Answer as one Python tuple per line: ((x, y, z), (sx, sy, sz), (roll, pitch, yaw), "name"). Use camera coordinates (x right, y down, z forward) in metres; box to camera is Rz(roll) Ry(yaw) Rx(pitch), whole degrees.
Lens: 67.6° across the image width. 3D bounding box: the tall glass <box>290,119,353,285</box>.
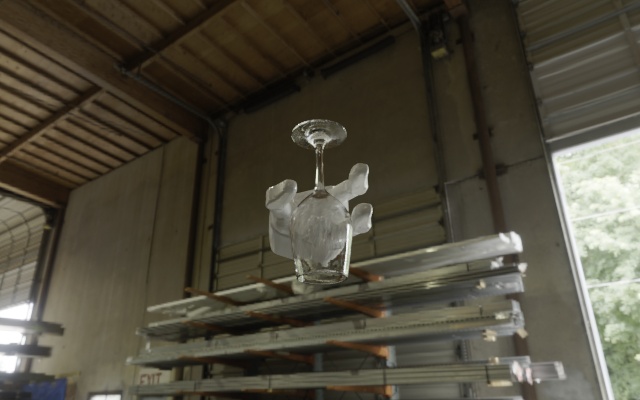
((0.000, 0.001, 0.606), (0.079, 0.201, 0.079), (-1, -24, 0), "tall glass")
